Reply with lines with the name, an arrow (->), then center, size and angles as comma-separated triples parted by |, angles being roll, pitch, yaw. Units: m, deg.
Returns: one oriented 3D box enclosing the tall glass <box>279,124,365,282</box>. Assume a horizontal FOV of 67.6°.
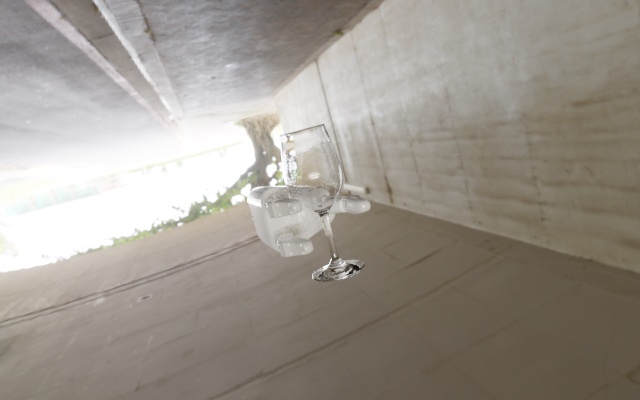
tall glass -> 0.000, 0.003, 0.643 | 0.079, 0.201, 0.079 | -14, 9, 2
